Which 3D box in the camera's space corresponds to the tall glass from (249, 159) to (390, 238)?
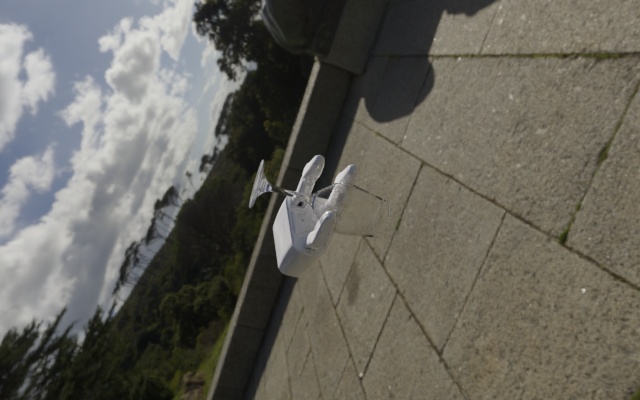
[{"bbox_3d":[0.000,0.002,0.716,0.201,0.079,0.079,16,-4,-13],"label":"tall glass"}]
